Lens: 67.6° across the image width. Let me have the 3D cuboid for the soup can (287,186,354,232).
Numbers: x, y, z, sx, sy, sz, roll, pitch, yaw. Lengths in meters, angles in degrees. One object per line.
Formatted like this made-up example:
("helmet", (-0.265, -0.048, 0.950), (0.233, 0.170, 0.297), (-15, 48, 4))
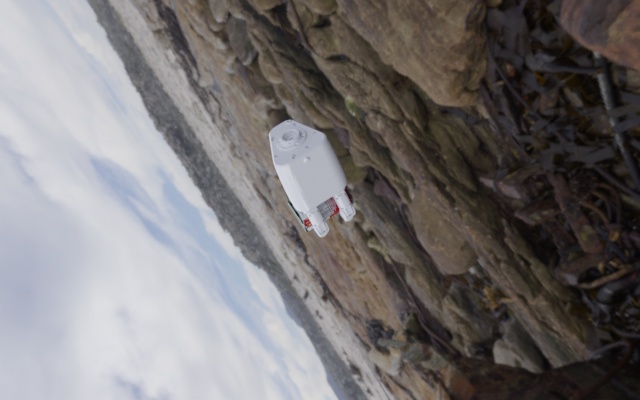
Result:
("soup can", (0.000, 0.003, 0.863), (0.102, 0.068, 0.068), (-32, 4, -6))
